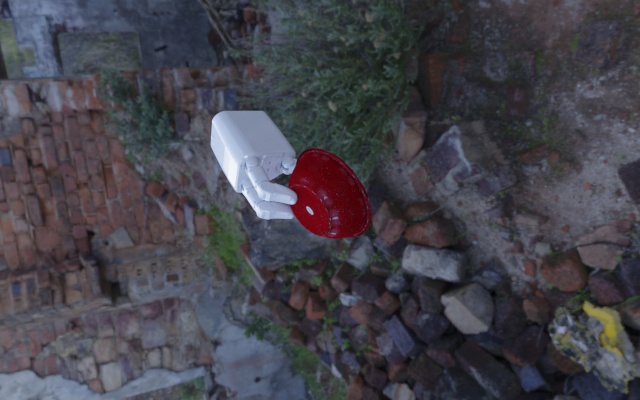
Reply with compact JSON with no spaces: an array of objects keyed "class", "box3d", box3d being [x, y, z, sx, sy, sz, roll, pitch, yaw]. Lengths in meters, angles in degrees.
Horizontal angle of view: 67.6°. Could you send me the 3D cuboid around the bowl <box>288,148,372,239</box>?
[{"class":"bowl","box3d":[0.001,0.003,0.739,0.055,0.162,0.162,-36,21,-32]}]
